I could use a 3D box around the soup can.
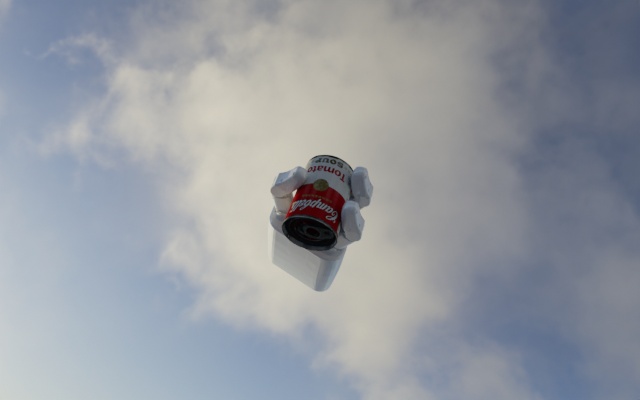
[{"bbox_3d":[0.000,0.001,0.590,0.068,0.102,0.069,12,-37,9],"label":"soup can"}]
